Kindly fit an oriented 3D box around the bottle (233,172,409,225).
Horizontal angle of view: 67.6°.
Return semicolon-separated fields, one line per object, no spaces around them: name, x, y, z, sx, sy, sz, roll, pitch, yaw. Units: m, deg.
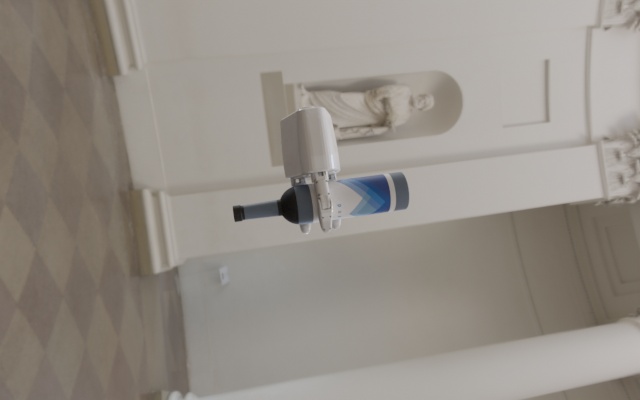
bottle;0.000;0.003;0.814;0.296;0.069;0.069;-8;1;-9
